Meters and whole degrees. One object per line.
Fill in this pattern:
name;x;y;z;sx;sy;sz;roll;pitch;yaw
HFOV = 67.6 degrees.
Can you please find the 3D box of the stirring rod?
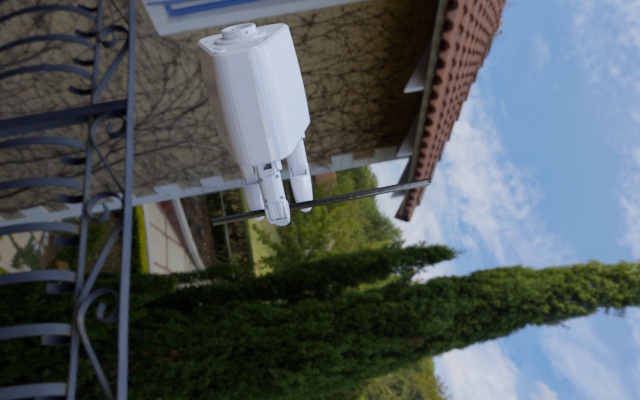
stirring rod;0.000;0.002;0.524;0.239;0.011;0.011;-11;0;0
